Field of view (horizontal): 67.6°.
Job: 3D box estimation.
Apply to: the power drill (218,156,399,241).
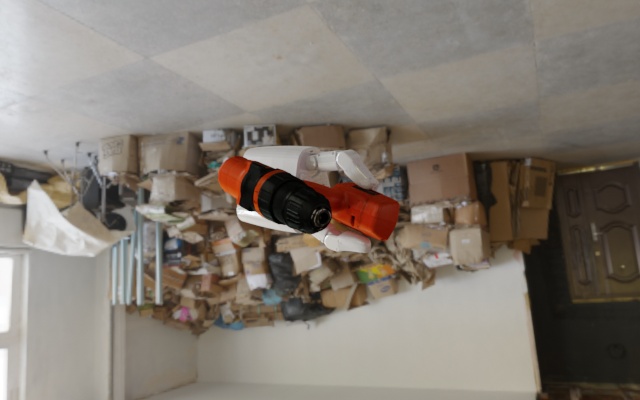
[{"bbox_3d":[0.000,0.002,0.535,0.188,0.057,0.184,14,9,-40],"label":"power drill"}]
